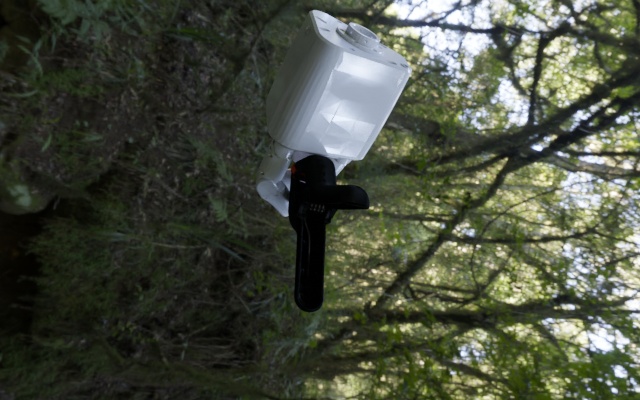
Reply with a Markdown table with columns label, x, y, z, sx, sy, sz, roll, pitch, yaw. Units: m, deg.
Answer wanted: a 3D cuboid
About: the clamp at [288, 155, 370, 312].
| label | x | y | z | sx | sy | sz | roll | pitch | yaw |
| --- | --- | --- | --- | --- | --- | --- | --- | --- | --- |
| clamp | 0.001 | 0.002 | 0.437 | 0.039 | 0.120 | 0.171 | 18 | 34 | -24 |
